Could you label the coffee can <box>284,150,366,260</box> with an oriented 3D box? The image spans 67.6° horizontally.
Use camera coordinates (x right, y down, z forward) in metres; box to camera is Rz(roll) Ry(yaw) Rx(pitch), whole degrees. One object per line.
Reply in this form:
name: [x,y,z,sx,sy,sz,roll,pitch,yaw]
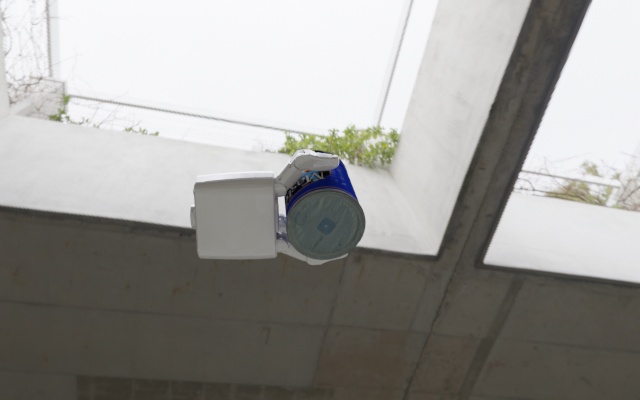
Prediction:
coffee can: [0.000,0.002,0.669,0.103,0.103,0.140,0,27,-7]
